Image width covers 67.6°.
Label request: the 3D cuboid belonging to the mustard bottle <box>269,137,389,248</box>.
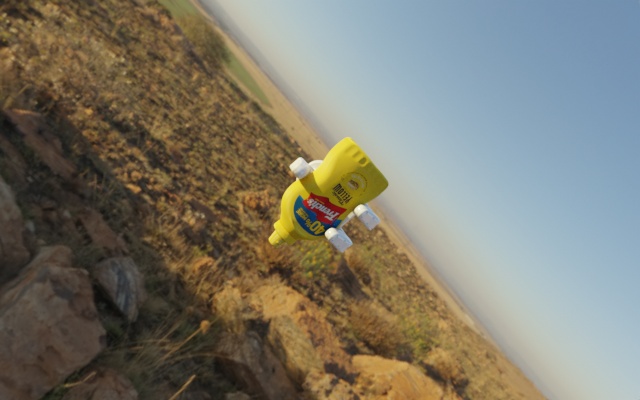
[{"bbox_3d":[0.000,0.002,0.704,0.096,0.191,0.058,46,7,-28],"label":"mustard bottle"}]
